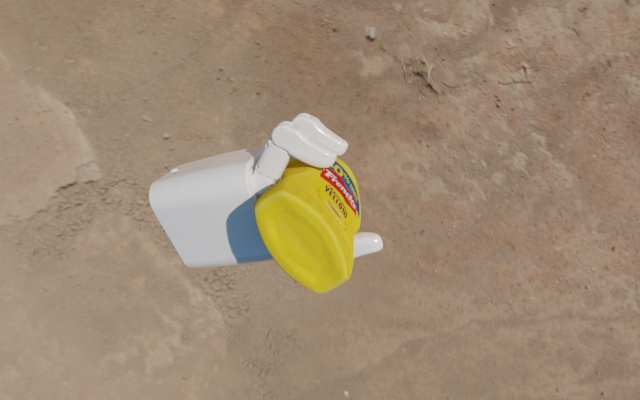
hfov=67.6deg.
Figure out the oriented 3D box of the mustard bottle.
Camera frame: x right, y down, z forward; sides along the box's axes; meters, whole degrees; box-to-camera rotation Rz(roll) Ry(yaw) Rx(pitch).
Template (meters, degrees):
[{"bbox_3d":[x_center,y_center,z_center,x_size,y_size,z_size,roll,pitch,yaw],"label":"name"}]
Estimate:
[{"bbox_3d":[0.000,0.001,0.459,0.058,0.096,0.191,-33,12,20],"label":"mustard bottle"}]
